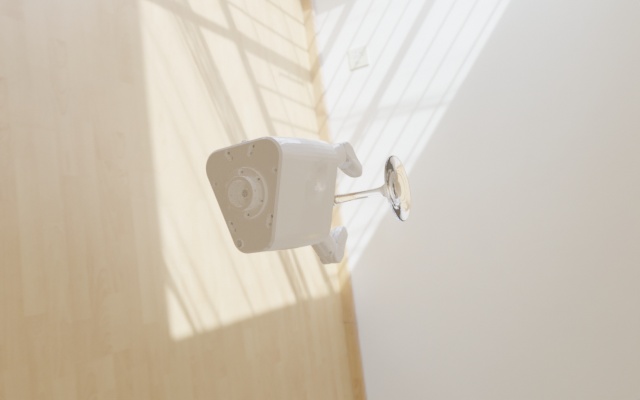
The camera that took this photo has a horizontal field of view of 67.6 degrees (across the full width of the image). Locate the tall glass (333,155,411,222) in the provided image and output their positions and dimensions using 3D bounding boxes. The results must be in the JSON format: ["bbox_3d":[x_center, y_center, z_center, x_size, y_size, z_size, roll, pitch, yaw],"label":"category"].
[{"bbox_3d":[0.001,0.002,0.572,0.201,0.079,0.079,-10,-5,29],"label":"tall glass"}]
